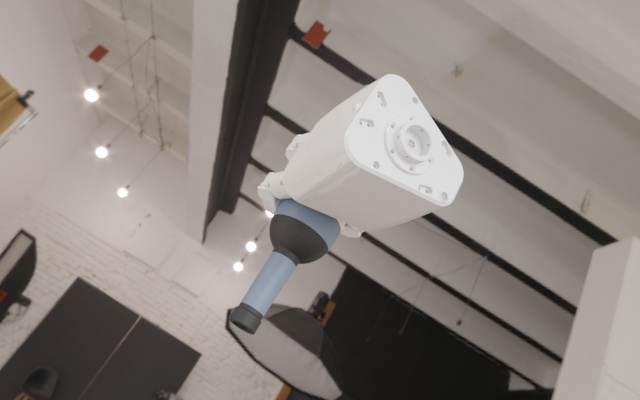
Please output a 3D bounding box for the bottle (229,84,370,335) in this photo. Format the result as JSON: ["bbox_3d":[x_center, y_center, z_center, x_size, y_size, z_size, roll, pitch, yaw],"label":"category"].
[{"bbox_3d":[0.000,0.001,0.491,0.069,0.295,0.069,25,-27,14],"label":"bottle"}]
